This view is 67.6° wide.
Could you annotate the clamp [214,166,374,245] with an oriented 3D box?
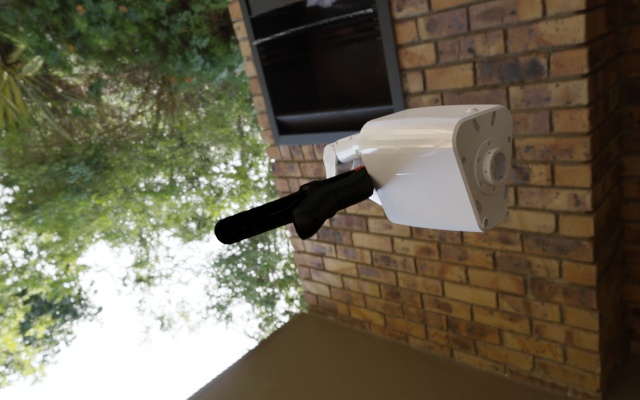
[{"bbox_3d":[0.000,0.002,0.437,0.171,0.039,0.120,-26,18,-35],"label":"clamp"}]
